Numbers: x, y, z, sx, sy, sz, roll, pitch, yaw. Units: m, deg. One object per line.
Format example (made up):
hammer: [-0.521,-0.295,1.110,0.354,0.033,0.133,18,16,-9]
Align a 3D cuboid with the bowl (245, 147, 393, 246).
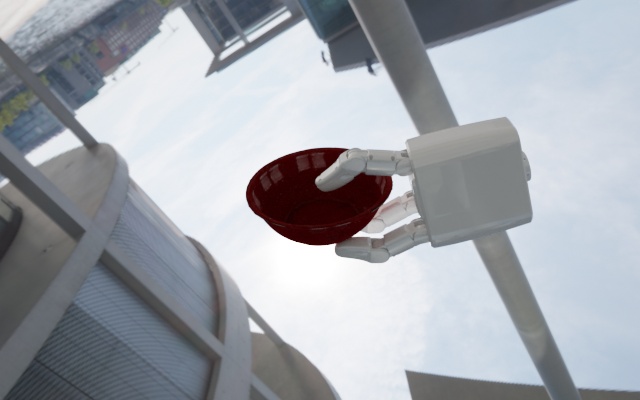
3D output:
bowl: [-0.001,0.002,0.536,0.162,0.055,0.162,-4,35,3]
